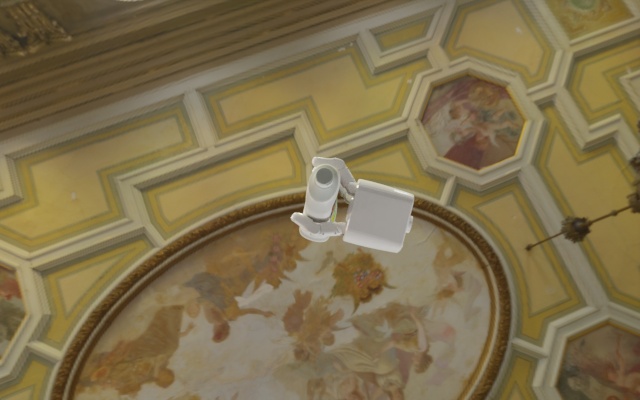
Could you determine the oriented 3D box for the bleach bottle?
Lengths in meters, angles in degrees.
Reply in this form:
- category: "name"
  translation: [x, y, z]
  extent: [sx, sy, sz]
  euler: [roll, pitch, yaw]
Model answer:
- category: "bleach bottle"
  translation: [0.000, 0.003, 0.889]
  extent: [0.068, 0.102, 0.251]
  euler: [15, -16, 3]
